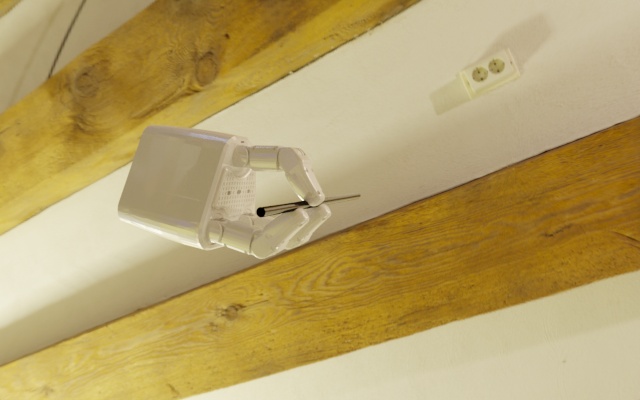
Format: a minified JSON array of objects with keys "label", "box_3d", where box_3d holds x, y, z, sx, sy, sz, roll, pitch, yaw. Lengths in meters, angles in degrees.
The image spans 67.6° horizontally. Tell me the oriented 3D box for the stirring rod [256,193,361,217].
[{"label":"stirring rod","box_3d":[0.000,0.001,0.471,0.011,0.011,0.239,0,3,22]}]
